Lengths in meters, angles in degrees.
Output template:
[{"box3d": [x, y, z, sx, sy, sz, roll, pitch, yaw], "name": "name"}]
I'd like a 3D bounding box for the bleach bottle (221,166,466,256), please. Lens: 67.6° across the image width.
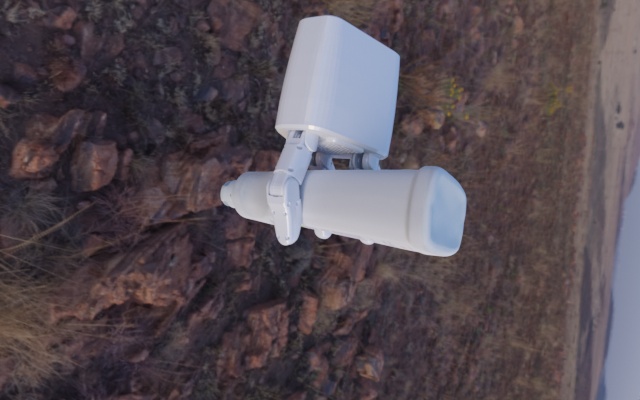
[{"box3d": [0.000, 0.002, 0.454, 0.251, 0.068, 0.102, 6, -8, 32], "name": "bleach bottle"}]
